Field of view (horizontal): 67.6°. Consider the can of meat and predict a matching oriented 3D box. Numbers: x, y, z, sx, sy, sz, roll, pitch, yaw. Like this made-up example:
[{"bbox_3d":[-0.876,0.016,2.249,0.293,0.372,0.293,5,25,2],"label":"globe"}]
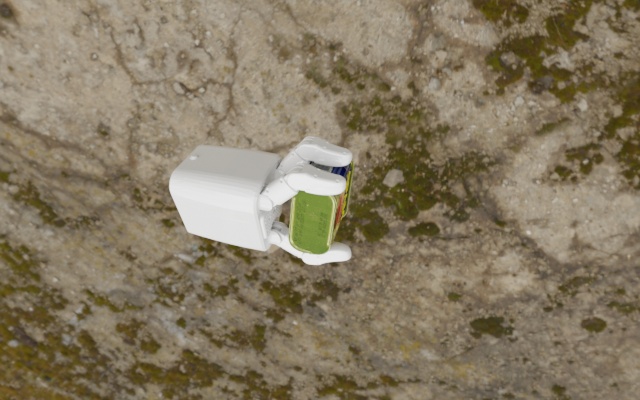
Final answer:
[{"bbox_3d":[0.000,0.002,0.565,0.057,0.102,0.084,13,36,9],"label":"can of meat"}]
